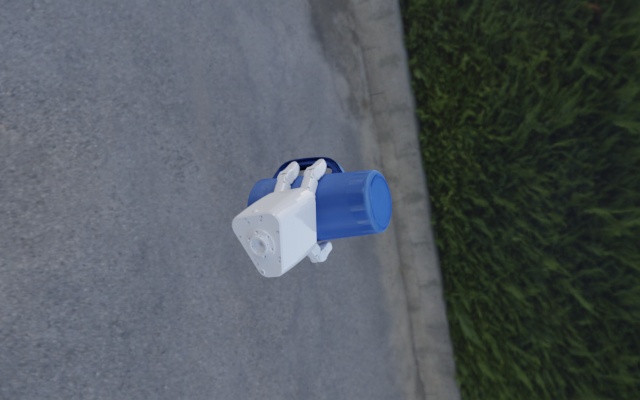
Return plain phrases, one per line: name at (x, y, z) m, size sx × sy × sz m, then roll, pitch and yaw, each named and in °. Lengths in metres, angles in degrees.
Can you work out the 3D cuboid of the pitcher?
pitcher at (0.000, 0.003, 0.865) m, size 0.243 × 0.149 × 0.145 m, roll -7°, pitch 17°, yaw 30°
